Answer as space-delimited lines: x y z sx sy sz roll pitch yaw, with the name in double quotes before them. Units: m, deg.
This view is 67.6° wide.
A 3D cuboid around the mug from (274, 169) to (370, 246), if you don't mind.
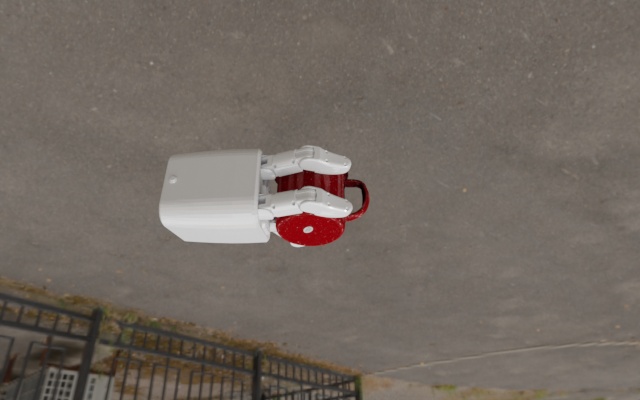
"mug" 0.002 0.002 0.572 0.117 0.081 0.093 -2 -33 3
